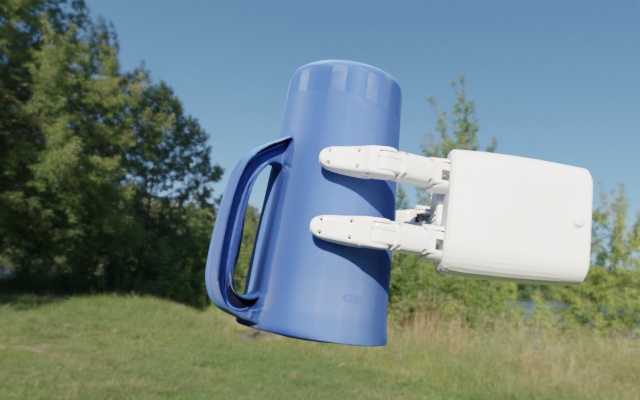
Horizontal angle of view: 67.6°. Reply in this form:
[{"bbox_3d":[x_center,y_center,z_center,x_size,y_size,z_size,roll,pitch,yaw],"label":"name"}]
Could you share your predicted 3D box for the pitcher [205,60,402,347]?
[{"bbox_3d":[0.000,0.001,0.430,0.145,0.242,0.149,6,-10,9],"label":"pitcher"}]
